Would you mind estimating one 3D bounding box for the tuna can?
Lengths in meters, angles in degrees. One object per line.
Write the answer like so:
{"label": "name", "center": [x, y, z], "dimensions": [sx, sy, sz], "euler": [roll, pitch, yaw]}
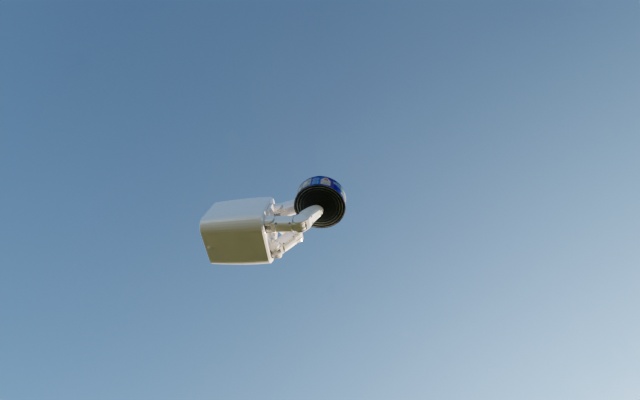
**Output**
{"label": "tuna can", "center": [0.000, 0.002, 0.797], "dimensions": [0.086, 0.086, 0.033], "euler": [0, 33, 7]}
